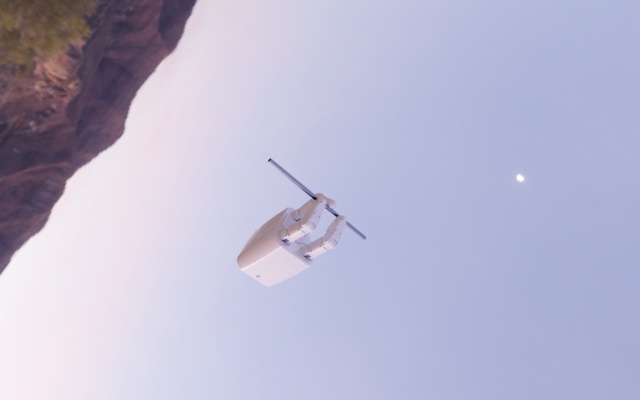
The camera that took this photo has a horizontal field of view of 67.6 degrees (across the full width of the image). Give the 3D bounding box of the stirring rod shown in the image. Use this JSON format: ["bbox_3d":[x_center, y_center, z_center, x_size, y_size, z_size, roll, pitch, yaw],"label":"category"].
[{"bbox_3d":[0.000,0.003,0.809,0.240,0.011,0.011,39,-23,-30],"label":"stirring rod"}]
